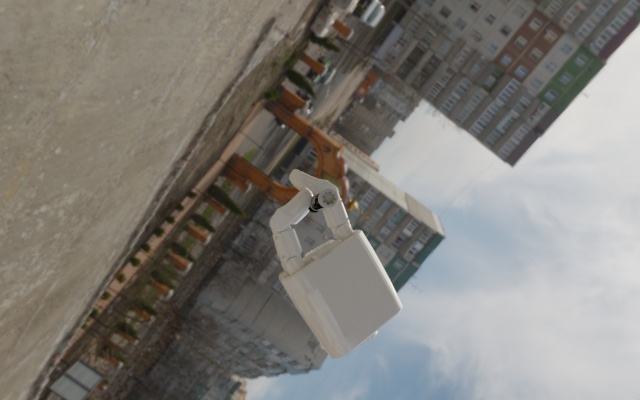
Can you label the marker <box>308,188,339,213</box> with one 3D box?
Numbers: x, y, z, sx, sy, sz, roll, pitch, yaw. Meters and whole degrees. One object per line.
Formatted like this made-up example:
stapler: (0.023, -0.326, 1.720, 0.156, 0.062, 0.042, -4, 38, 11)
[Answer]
marker: (0.000, 0.002, 0.524, 0.020, 0.020, 0.121, 0, -4, -8)
